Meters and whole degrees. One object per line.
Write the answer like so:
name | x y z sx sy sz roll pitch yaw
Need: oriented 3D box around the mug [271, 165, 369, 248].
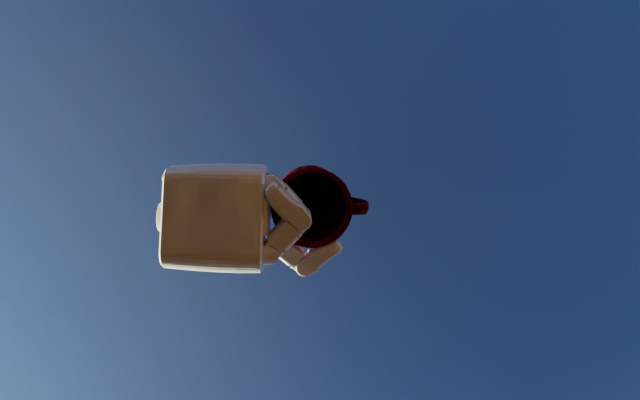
mug | 0.002 0.002 0.578 0.117 0.093 0.081 1 11 -4
